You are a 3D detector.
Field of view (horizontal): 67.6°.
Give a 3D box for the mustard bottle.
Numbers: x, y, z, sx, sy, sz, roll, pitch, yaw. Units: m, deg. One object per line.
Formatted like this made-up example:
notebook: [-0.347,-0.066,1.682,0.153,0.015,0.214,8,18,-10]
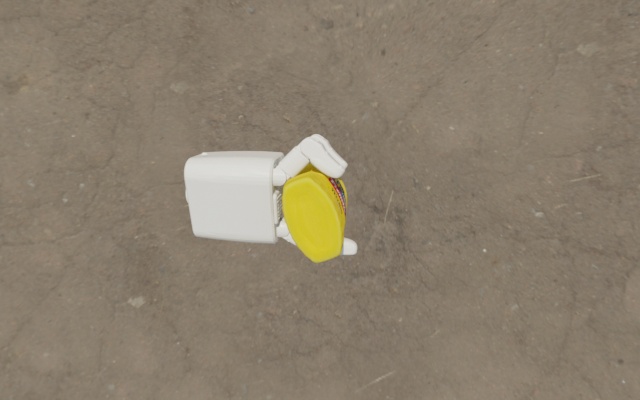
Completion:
mustard bottle: [0.000,0.002,0.593,0.058,0.096,0.191,-22,10,10]
